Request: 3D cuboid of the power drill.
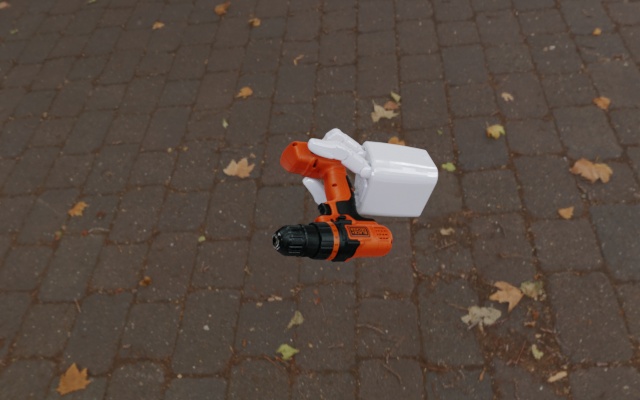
[{"bbox_3d":[0.000,0.002,0.690,0.184,0.187,0.057,5,-38,-33],"label":"power drill"}]
